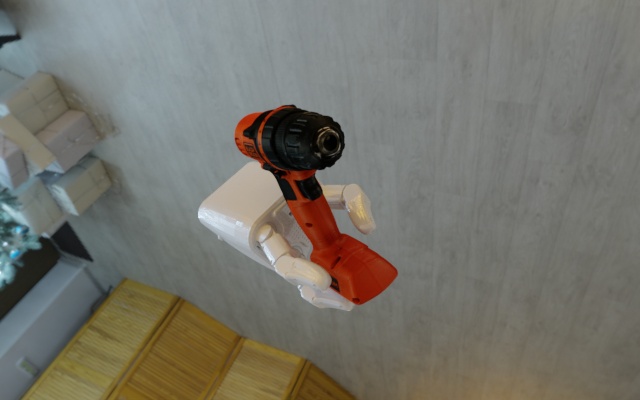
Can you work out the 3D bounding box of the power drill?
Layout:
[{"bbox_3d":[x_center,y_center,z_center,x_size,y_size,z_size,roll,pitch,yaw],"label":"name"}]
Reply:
[{"bbox_3d":[0.000,0.002,0.431,0.057,0.188,0.184,-33,21,-14],"label":"power drill"}]
